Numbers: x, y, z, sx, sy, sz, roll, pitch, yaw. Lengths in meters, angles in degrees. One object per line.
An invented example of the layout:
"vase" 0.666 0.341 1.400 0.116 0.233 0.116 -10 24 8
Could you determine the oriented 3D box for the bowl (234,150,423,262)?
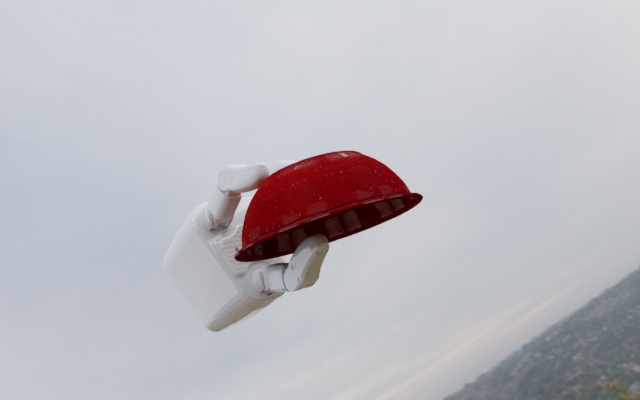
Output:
"bowl" 0.001 0.000 0.400 0.162 0.055 0.162 -17 -11 -3
